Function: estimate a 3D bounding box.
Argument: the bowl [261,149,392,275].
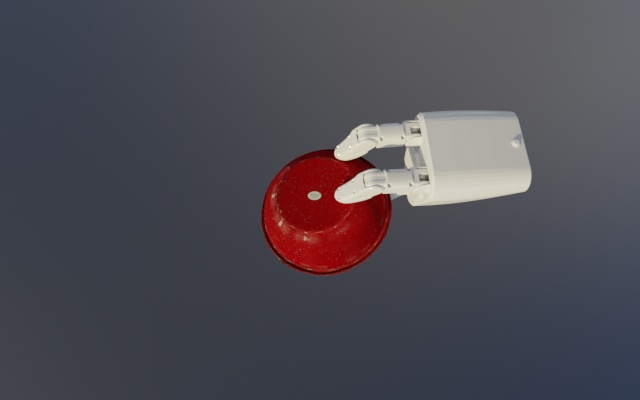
[{"bbox_3d":[-0.001,0.002,0.554,0.162,0.162,0.055,0,-21,13],"label":"bowl"}]
